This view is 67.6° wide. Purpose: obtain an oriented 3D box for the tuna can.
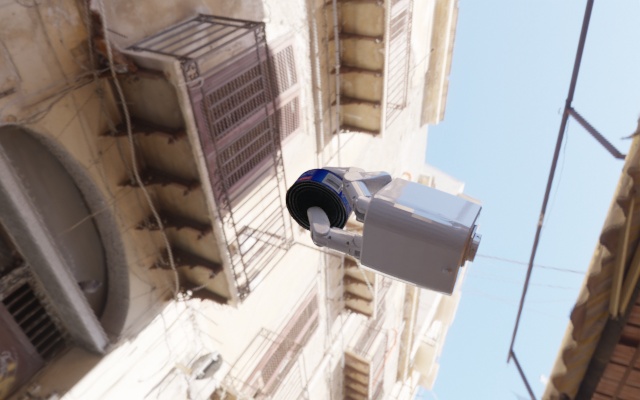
[{"bbox_3d":[0.000,0.002,0.610,0.086,0.086,0.033,0,35,30],"label":"tuna can"}]
